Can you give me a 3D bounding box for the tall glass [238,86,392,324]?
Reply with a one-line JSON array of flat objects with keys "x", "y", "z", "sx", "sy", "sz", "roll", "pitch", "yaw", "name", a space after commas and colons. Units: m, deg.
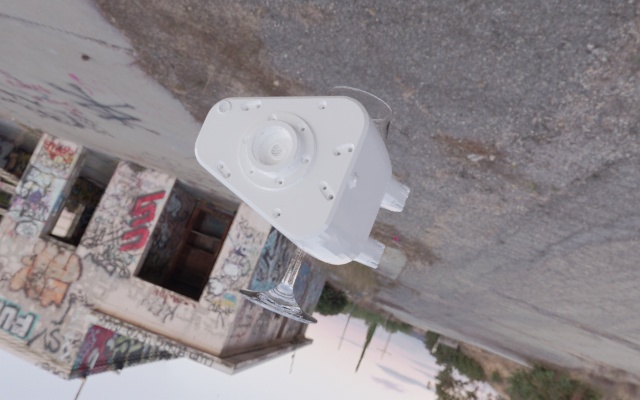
[{"x": 0.000, "y": 0.002, "z": 0.427, "sx": 0.079, "sy": 0.201, "sz": 0.079, "roll": 22, "pitch": -7, "yaw": 3, "name": "tall glass"}]
